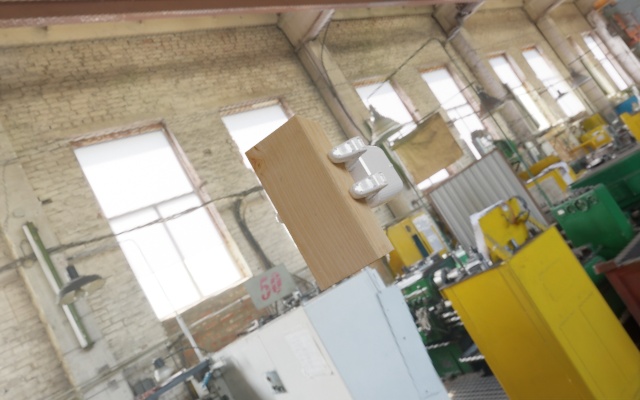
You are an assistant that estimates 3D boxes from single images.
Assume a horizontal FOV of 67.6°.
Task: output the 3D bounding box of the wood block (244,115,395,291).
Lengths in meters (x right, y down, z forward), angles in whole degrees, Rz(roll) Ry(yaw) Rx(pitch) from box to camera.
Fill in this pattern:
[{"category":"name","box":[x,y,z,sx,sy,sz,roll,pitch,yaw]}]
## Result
[{"category":"wood block","box":[0.000,0.002,0.633,0.091,0.206,0.090,-33,-10,18]}]
